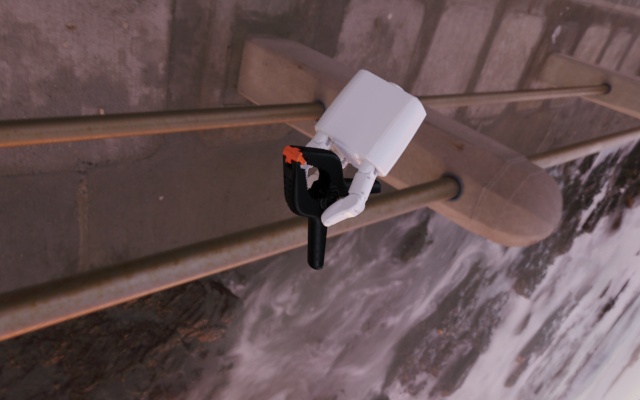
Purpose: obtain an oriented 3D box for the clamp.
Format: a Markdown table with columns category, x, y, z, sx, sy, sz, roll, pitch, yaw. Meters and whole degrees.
| category | x | y | z | sx | sy | sz | roll | pitch | yaw |
| --- | --- | --- | --- | --- | --- | --- | --- | --- | --- |
| clamp | 0.001 | 0.002 | 0.647 | 0.036 | 0.164 | 0.210 | 29 | -7 | 36 |
